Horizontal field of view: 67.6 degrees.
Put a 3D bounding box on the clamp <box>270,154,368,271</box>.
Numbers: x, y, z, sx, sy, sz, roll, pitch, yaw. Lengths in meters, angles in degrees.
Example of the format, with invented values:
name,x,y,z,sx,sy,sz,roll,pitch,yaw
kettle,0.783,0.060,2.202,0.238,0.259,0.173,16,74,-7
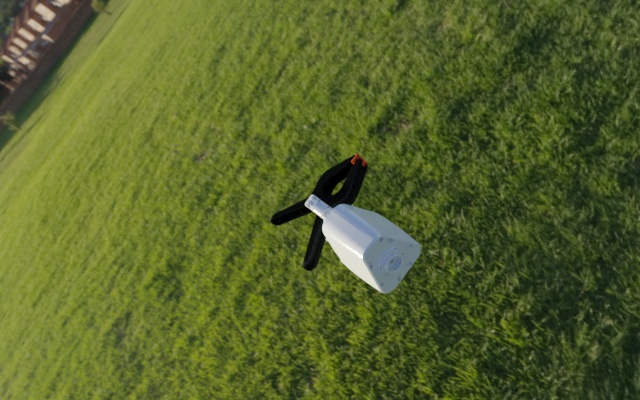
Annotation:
name,x,y,z,sx,sy,sz,roll,pitch,yaw
clamp,0.000,0.002,0.845,0.036,0.210,0.164,37,-1,-41
